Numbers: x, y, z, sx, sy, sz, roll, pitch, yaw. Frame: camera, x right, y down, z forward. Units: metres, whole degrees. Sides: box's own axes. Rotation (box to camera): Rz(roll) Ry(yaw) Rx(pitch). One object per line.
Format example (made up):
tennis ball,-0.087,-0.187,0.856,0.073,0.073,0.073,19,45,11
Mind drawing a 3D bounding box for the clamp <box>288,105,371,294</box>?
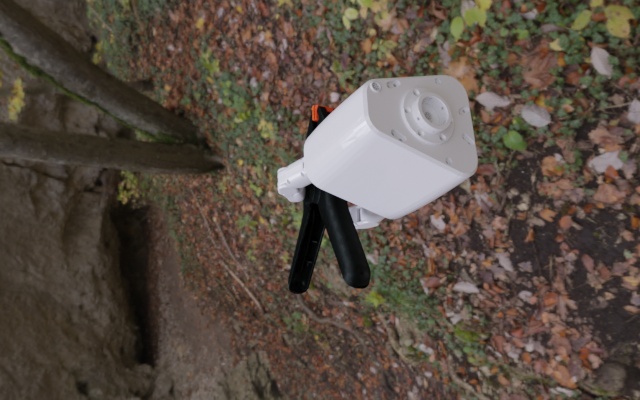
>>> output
clamp,-0.001,0.001,0.514,0.036,0.210,0.164,6,-21,-24
